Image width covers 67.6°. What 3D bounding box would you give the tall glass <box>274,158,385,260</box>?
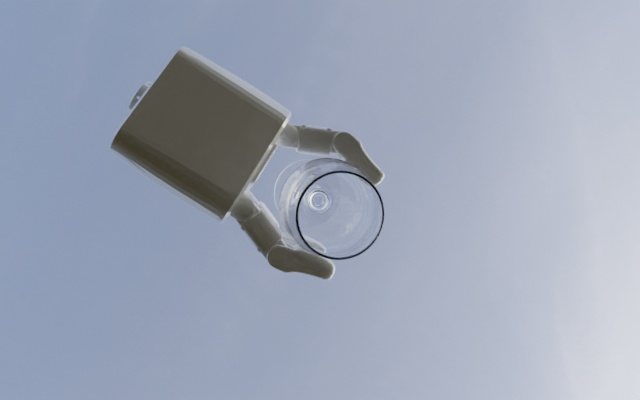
[{"bbox_3d":[0.000,0.001,0.421,0.079,0.079,0.201,0,5,-8],"label":"tall glass"}]
